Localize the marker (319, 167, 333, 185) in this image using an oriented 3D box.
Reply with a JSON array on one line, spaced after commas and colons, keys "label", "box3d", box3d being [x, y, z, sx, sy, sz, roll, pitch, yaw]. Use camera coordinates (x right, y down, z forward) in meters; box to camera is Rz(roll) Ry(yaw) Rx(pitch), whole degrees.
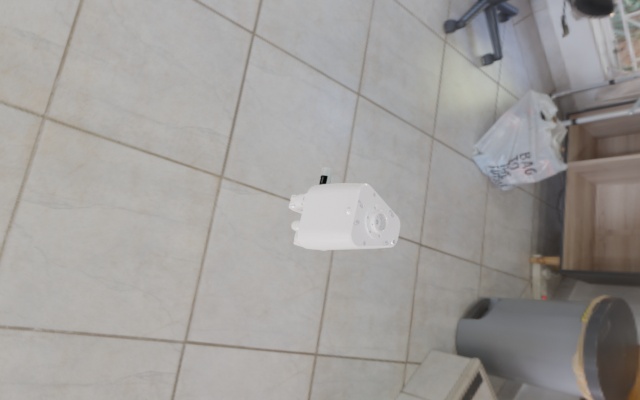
[{"label": "marker", "box3d": [0.000, 0.003, 0.804, 0.020, 0.121, 0.020, 12, -14, 3]}]
